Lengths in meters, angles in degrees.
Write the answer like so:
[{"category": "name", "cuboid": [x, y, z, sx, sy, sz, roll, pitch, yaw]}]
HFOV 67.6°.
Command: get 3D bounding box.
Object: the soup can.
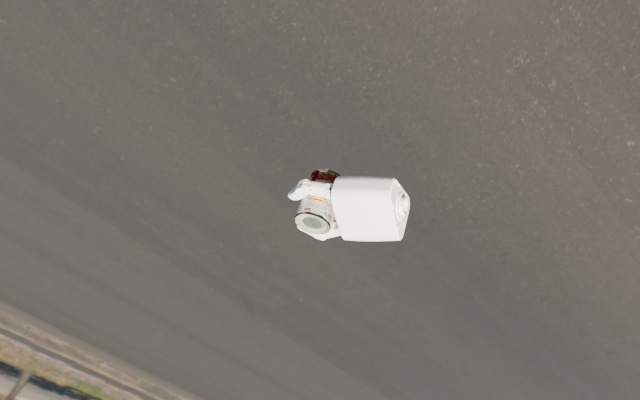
[{"category": "soup can", "cuboid": [0.000, 0.003, 0.865, 0.068, 0.102, 0.069, 14, -33, 9]}]
